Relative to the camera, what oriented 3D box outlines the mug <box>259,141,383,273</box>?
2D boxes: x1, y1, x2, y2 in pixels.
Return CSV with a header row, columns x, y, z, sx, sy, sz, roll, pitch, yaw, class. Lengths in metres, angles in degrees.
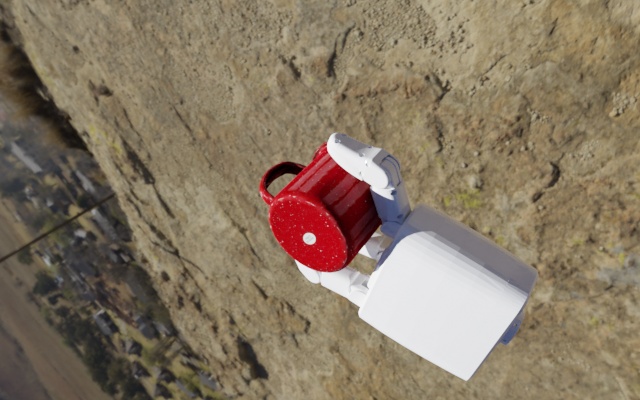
x,y,z,sx,sy,sz,roll,pitch,yaw,class
-0.001,0.001,0.412,0.117,0.093,0.081,29,48,18,mug
